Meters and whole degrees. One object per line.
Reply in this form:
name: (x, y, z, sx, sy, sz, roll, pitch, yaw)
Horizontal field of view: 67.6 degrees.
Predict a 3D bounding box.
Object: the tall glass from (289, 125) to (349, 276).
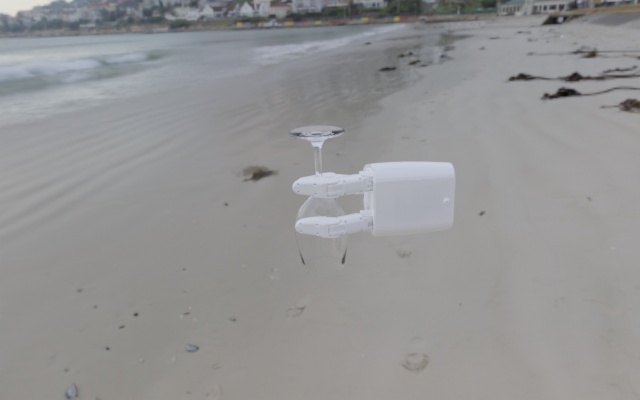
tall glass: (0.000, 0.002, 0.663, 0.079, 0.201, 0.079, -2, 21, 1)
